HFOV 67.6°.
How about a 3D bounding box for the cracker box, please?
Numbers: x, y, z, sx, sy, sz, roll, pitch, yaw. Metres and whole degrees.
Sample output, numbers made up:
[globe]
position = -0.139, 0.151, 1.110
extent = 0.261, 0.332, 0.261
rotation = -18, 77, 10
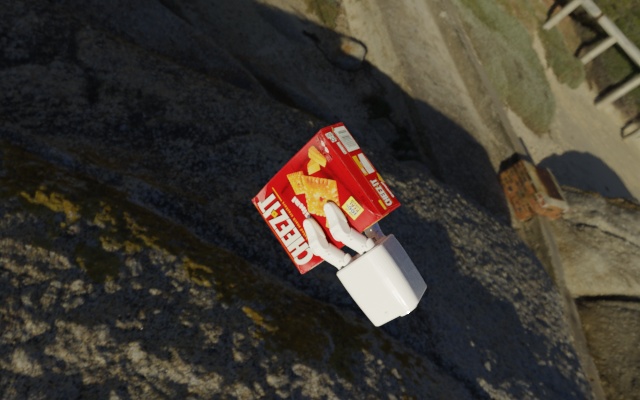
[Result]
[cracker box]
position = 0.000, 0.002, 0.790
extent = 0.214, 0.164, 0.072
rotation = -40, -9, 39
